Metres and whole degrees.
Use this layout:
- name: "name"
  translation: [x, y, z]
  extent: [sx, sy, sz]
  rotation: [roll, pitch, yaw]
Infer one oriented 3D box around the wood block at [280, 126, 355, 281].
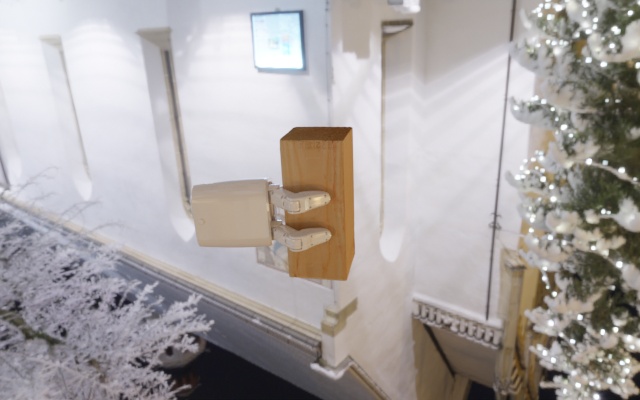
- name: "wood block"
  translation: [0.000, 0.002, 0.698]
  extent: [0.090, 0.206, 0.090]
  rotation: [2, 21, 11]
